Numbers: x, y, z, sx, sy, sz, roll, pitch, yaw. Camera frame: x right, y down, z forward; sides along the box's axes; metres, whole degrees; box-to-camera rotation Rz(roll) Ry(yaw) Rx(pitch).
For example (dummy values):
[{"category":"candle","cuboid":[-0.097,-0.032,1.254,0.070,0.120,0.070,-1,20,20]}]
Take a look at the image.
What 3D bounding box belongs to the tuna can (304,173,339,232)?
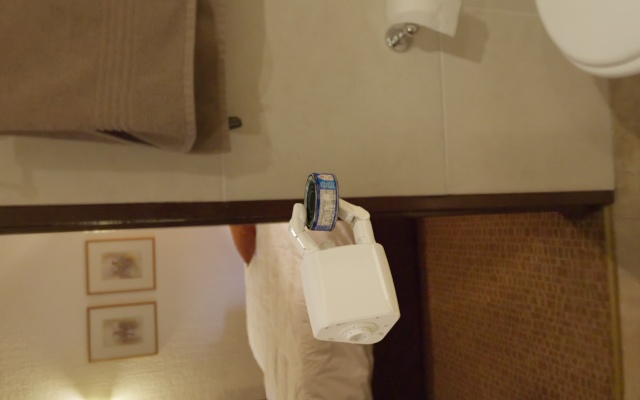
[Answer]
[{"category":"tuna can","cuboid":[0.000,0.002,0.696,0.034,0.086,0.086,2,-1,-14]}]
